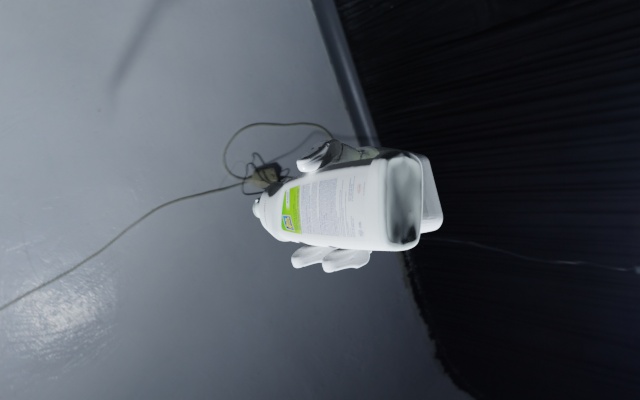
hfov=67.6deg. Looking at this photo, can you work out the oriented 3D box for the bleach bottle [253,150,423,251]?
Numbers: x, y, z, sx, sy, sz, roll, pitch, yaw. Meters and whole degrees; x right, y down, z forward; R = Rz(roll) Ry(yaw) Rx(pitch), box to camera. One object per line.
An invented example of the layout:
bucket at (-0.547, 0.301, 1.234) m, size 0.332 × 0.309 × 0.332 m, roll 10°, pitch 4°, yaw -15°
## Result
bleach bottle at (0.000, 0.002, 0.559) m, size 0.068 × 0.102 × 0.251 m, roll 2°, pitch -1°, yaw -40°
